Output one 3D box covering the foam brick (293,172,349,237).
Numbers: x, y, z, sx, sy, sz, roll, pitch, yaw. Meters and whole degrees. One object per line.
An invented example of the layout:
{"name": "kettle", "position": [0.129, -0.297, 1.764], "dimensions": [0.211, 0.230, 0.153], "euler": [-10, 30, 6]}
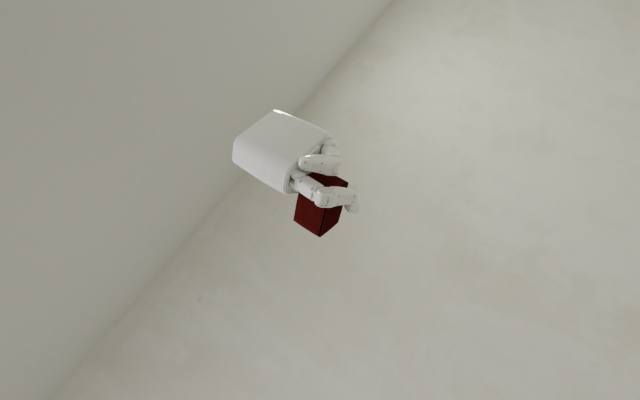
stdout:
{"name": "foam brick", "position": [0.000, 0.003, 0.703], "dimensions": [0.051, 0.078, 0.053], "euler": [28, 36, 22]}
